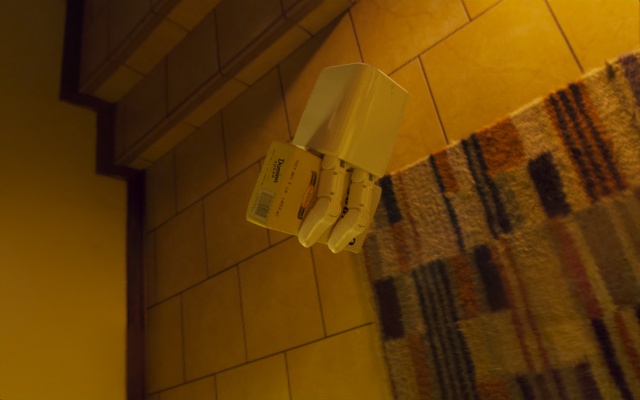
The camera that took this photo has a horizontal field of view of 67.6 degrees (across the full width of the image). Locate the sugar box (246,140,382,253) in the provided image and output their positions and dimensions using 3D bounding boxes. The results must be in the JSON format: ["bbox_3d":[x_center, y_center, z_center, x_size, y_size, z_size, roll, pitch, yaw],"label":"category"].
[{"bbox_3d":[0.000,0.002,0.567,0.048,0.093,0.176,21,1,43],"label":"sugar box"}]
